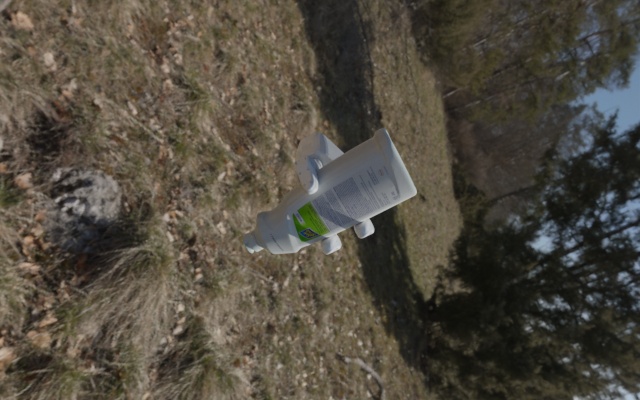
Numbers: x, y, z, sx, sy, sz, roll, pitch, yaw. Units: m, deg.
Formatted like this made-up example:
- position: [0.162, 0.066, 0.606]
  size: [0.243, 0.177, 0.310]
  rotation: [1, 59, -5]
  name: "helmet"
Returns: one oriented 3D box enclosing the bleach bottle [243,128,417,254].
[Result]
- position: [0.000, 0.002, 0.668]
  size: [0.251, 0.103, 0.068]
  rotation: [-27, 24, 11]
  name: "bleach bottle"
